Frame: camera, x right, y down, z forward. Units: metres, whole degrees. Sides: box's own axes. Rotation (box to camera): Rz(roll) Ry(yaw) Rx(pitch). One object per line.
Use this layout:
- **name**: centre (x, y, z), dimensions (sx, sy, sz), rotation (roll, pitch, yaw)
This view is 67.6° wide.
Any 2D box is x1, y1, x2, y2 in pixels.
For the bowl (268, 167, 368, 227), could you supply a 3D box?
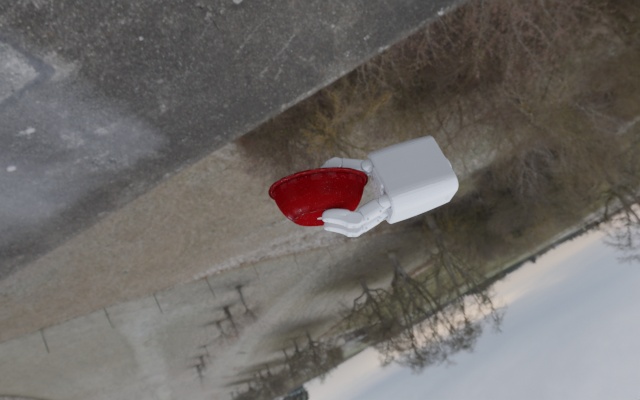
- **bowl**: centre (-0.001, 0.003, 0.756), dimensions (0.162, 0.055, 0.162), rotation (-7, -17, -2)
